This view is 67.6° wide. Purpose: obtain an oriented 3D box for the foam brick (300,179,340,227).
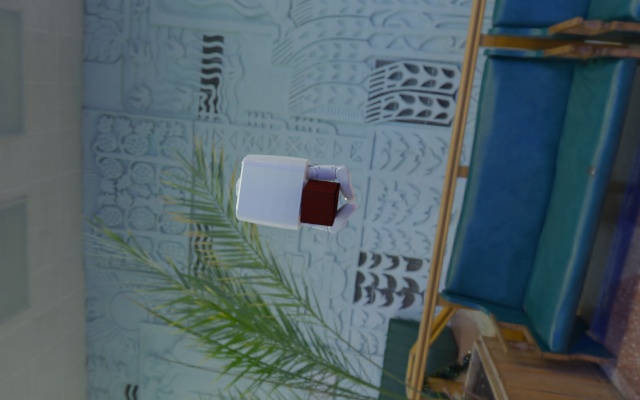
[{"bbox_3d":[0.000,0.002,0.740,0.051,0.053,0.078,8,15,5],"label":"foam brick"}]
